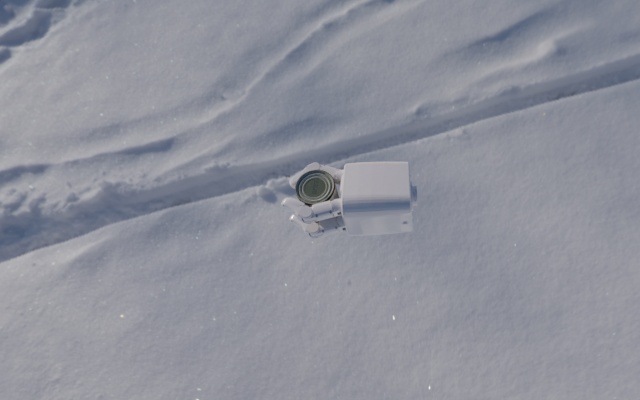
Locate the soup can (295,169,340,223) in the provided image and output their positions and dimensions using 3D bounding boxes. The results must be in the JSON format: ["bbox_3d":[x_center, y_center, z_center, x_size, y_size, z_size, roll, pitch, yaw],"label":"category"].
[{"bbox_3d":[0.000,0.002,0.801,0.068,0.068,0.102,0,-29,12],"label":"soup can"}]
